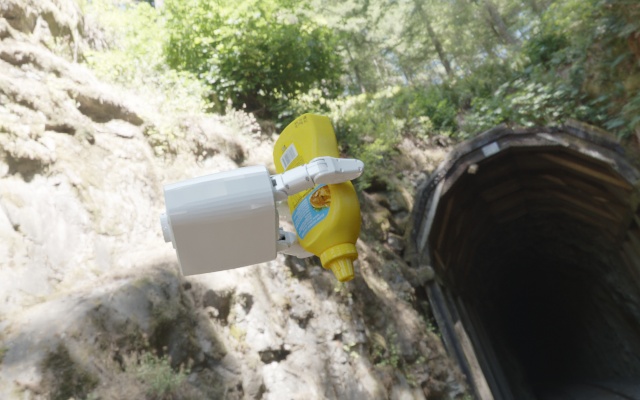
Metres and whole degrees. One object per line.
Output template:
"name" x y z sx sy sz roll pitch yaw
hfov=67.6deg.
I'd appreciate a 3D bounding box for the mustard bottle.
"mustard bottle" 0.000 0.002 0.546 0.058 0.191 0.096 3 -33 -37
